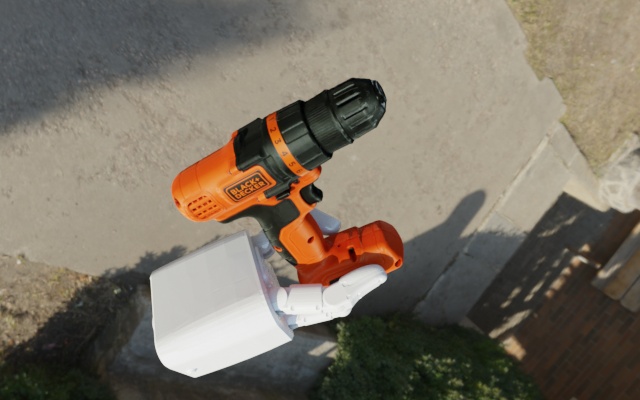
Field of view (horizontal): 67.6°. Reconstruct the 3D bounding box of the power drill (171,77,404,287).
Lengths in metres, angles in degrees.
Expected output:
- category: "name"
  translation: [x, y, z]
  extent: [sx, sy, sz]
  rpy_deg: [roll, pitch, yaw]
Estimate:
- category: "power drill"
  translation: [0.000, 0.002, 0.407]
  extent: [0.184, 0.057, 0.188]
  rpy_deg: [-25, -50, 19]
